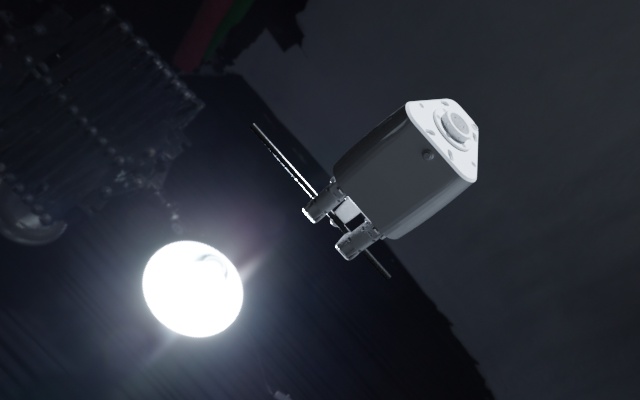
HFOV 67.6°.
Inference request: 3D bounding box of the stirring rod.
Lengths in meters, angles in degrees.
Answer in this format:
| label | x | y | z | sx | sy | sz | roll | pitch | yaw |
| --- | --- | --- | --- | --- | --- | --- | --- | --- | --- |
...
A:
| label | x | y | z | sx | sy | sz | roll | pitch | yaw |
| --- | --- | --- | --- | --- | --- | --- | --- | --- | --- |
| stirring rod | 0.000 | 0.002 | 0.561 | 0.011 | 0.239 | 0.011 | -42 | 1 | 0 |
